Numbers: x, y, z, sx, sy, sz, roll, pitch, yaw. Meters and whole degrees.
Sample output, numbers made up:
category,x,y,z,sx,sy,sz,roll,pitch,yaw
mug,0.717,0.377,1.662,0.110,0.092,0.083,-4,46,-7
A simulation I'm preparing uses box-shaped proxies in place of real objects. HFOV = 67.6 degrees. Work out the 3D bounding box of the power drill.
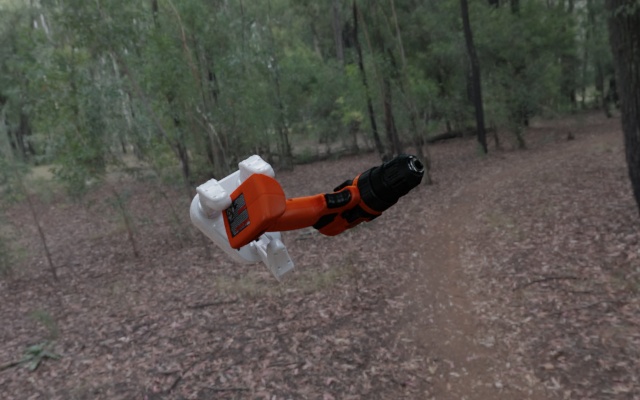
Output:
category,x,y,z,sx,sy,sz,roll,pitch,yaw
power drill,0.000,0.002,0.531,0.187,0.057,0.184,-3,-22,-36
